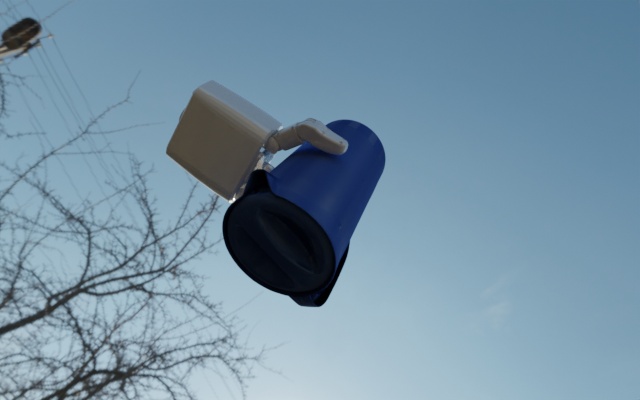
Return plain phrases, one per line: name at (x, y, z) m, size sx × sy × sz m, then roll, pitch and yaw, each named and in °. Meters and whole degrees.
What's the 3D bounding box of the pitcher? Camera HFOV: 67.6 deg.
pitcher at (0.000, 0.002, 0.593) m, size 0.145 × 0.149 × 0.242 m, roll 34°, pitch 39°, yaw 3°
